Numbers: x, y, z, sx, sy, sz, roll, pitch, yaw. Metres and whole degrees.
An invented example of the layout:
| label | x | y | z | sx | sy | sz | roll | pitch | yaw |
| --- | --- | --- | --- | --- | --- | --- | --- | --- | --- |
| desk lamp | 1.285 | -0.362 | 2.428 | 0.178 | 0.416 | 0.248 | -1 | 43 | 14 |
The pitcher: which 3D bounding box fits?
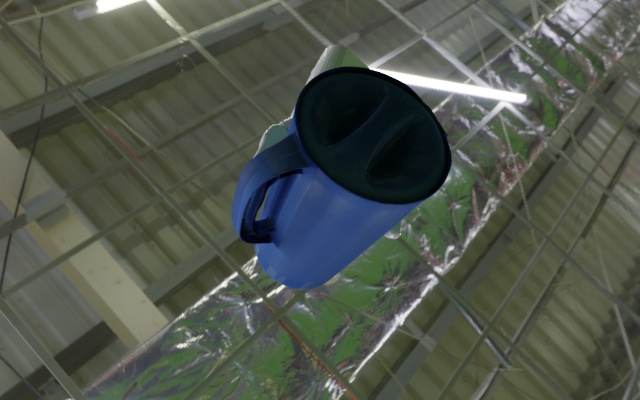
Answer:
| label | x | y | z | sx | sy | sz | roll | pitch | yaw |
| --- | --- | --- | --- | --- | --- | --- | --- | --- | --- |
| pitcher | 0.000 | 0.001 | 0.464 | 0.149 | 0.145 | 0.243 | 24 | -35 | -6 |
